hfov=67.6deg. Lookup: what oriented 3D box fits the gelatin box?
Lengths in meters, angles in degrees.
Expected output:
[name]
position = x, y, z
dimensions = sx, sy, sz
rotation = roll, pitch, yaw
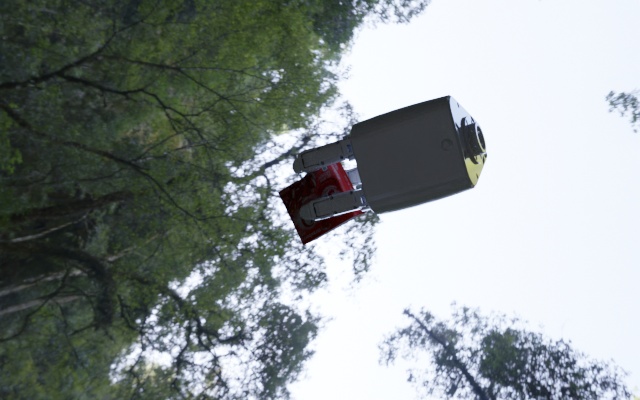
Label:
[gelatin box]
position = 0.000, 0.002, 0.568
dimensions = 0.089, 0.073, 0.030
rotation = -31, -9, 35
